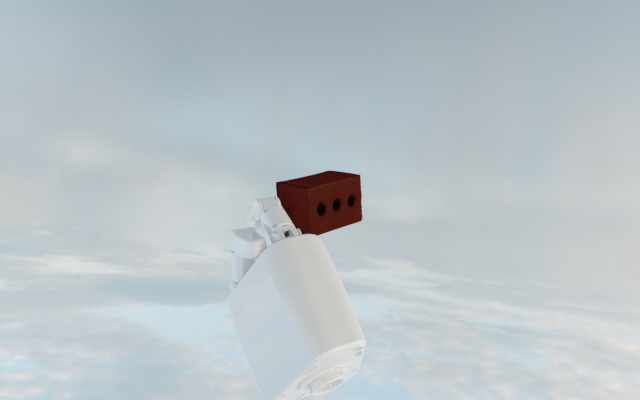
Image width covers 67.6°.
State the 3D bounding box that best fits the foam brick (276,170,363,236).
[{"bbox_3d":[0.000,0.001,0.500,0.078,0.053,0.051,-16,18,-41],"label":"foam brick"}]
